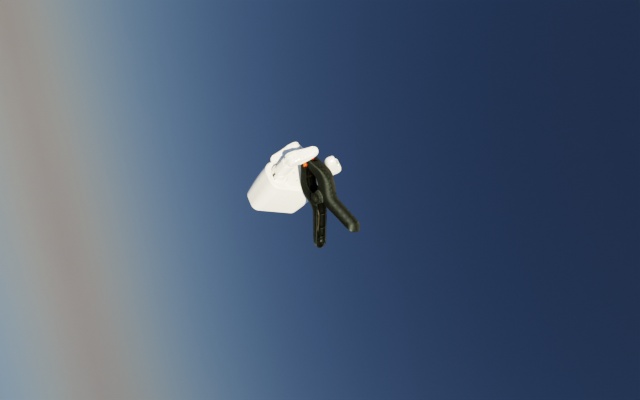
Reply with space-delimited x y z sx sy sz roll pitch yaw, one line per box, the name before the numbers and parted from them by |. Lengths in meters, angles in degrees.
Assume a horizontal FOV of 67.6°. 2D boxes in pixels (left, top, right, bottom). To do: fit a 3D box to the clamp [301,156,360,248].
clamp | 0.000 0.003 0.873 0.039 0.171 0.120 -7 -24 -45
